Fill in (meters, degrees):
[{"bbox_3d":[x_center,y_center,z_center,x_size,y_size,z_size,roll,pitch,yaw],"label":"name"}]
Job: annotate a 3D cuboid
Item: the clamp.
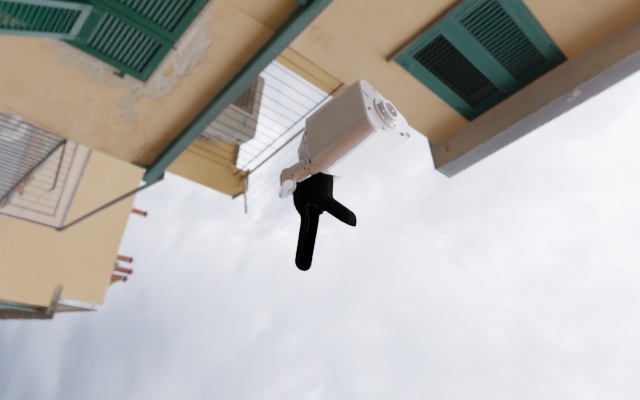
[{"bbox_3d":[0.000,0.002,0.674,0.039,0.171,0.120,24,-44,-39],"label":"clamp"}]
